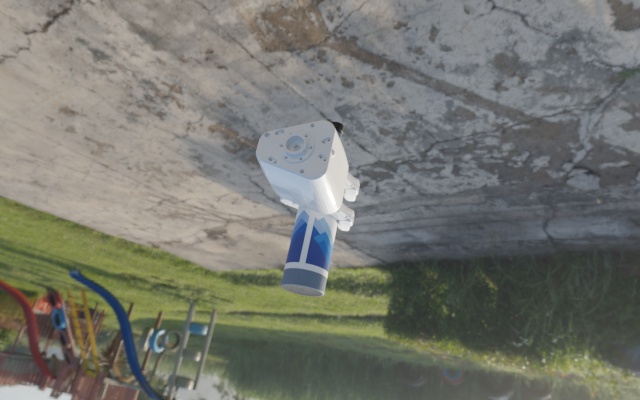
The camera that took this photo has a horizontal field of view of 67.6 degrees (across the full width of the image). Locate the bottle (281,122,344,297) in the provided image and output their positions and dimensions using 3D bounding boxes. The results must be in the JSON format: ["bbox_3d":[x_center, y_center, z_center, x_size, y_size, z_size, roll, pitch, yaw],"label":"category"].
[{"bbox_3d":[0.000,0.003,0.773,0.069,0.295,0.069,10,-23,4],"label":"bottle"}]
